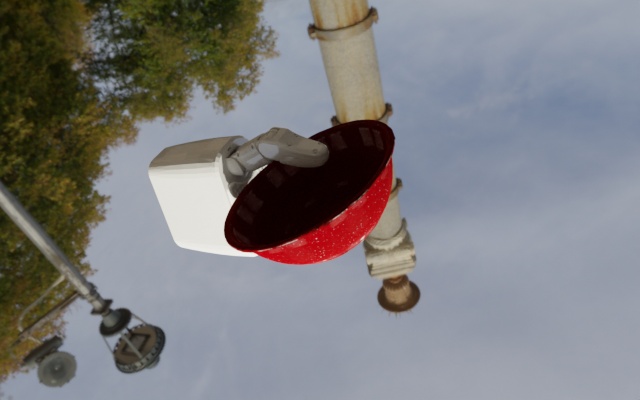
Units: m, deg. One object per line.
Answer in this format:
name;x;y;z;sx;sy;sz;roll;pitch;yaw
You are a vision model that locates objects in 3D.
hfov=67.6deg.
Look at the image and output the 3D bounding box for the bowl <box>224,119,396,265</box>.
bowl;0.001;0.002;0.401;0.162;0.055;0.162;-27;28;15
